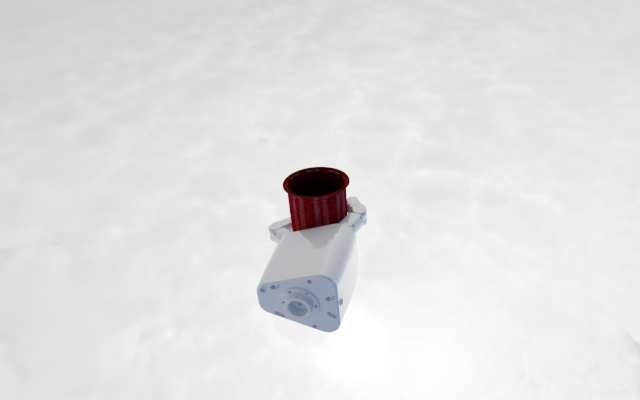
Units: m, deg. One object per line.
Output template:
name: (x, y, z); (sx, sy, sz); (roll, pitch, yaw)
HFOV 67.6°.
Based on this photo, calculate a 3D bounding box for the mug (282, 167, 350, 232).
mug: (0.000, 0.002, 0.686); (0.093, 0.081, 0.117); (5, 31, 16)
